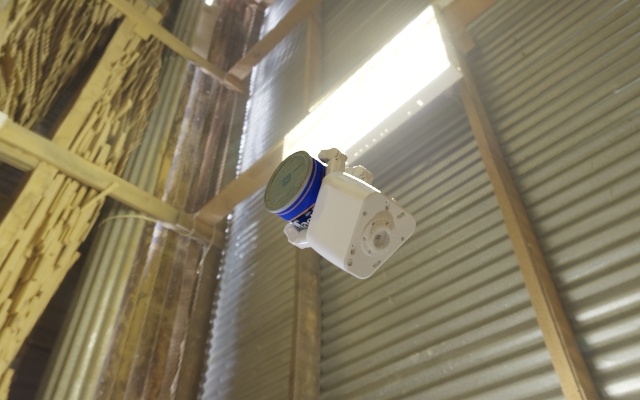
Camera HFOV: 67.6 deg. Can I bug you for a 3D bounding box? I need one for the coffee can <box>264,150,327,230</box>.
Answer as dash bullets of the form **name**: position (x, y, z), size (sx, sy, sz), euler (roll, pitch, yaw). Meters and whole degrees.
- **coffee can**: position (0.000, 0.002, 0.726), size (0.140, 0.102, 0.103), euler (33, -18, -30)
